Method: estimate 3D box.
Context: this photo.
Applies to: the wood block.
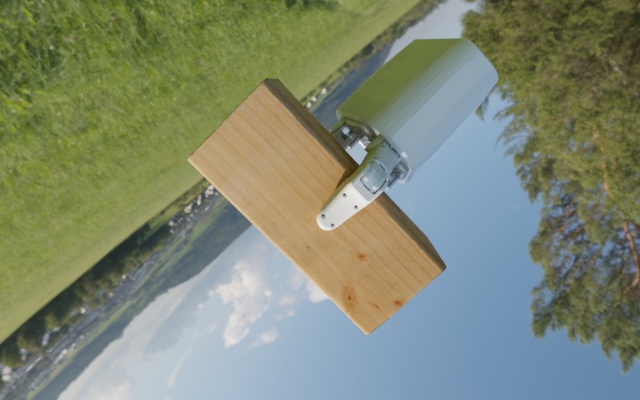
[{"bbox_3d":[0.000,0.001,0.416,0.090,0.206,0.090,-43,9,10],"label":"wood block"}]
